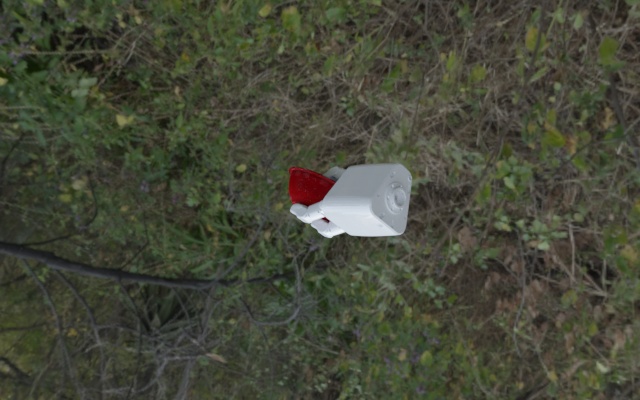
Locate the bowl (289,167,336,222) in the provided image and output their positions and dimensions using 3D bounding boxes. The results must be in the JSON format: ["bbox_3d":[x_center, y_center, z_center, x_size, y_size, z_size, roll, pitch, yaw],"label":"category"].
[{"bbox_3d":[-0.001,0.003,0.884,0.162,0.055,0.162,27,-12,6],"label":"bowl"}]
